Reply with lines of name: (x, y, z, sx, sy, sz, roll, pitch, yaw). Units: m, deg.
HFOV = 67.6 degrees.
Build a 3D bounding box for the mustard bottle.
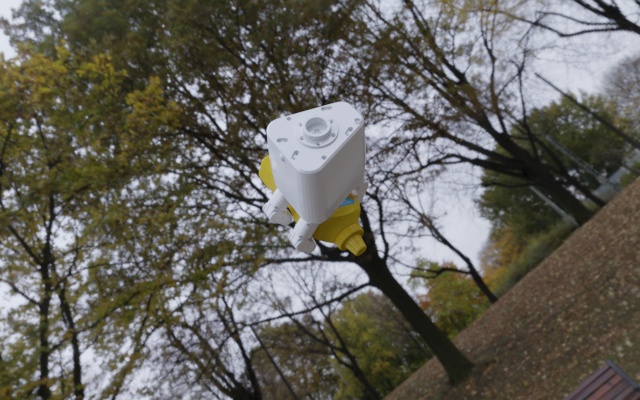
mustard bottle: (0.000, 0.002, 0.677, 0.096, 0.058, 0.191, -17, 55, -37)
